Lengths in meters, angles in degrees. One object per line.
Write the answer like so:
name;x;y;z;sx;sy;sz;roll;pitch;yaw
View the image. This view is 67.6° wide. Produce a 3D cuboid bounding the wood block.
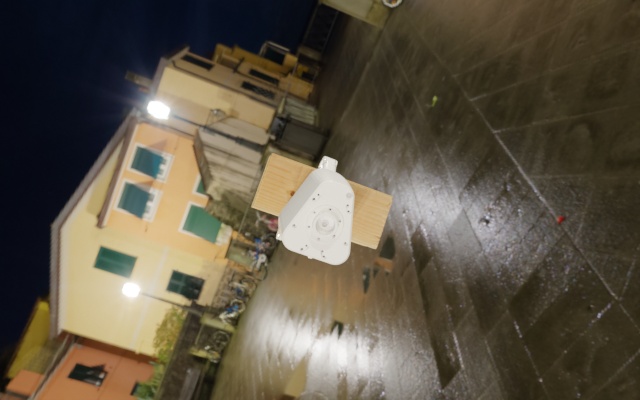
wood block;0.000;0.002;0.784;0.206;0.091;0.090;20;-4;-9
